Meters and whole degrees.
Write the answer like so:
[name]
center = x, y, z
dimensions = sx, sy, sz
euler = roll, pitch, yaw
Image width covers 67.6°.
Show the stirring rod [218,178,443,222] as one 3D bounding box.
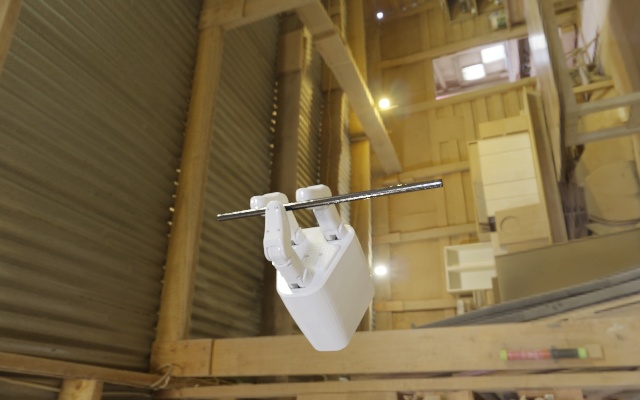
[stirring rod]
center = 0.000, 0.002, 0.478
dimensions = 0.239, 0.011, 0.011
euler = -9, -3, 22
